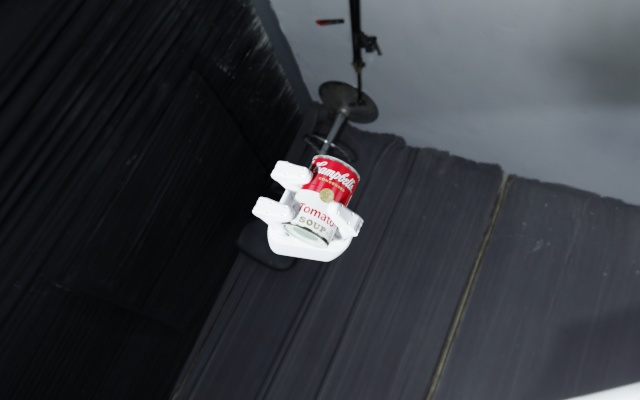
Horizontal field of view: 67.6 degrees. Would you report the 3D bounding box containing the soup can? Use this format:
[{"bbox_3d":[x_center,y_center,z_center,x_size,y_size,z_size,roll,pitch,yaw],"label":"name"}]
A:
[{"bbox_3d":[0.000,0.002,0.616,0.068,0.102,0.068,23,-18,8],"label":"soup can"}]
